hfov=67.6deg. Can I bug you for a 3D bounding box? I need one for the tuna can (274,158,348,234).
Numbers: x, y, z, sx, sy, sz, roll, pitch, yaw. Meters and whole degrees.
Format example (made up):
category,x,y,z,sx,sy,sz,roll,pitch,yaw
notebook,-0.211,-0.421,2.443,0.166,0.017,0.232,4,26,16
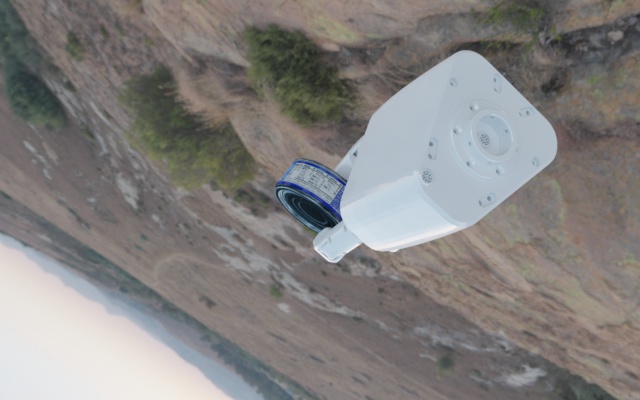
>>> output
category,x,y,z,sx,sy,sz,roll,pitch,yaw
tuna can,0.000,0.002,0.443,0.086,0.033,0.086,32,-18,12
